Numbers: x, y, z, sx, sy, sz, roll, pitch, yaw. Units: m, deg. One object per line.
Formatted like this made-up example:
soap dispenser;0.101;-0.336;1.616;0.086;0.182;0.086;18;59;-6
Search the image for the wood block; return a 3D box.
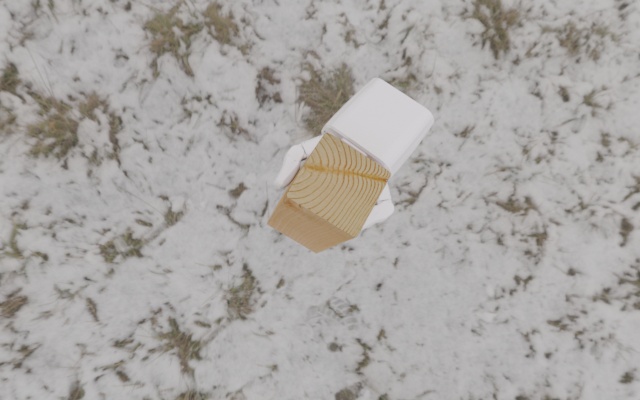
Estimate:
wood block;0.000;0.001;0.617;0.091;0.090;0.206;32;-16;-4
